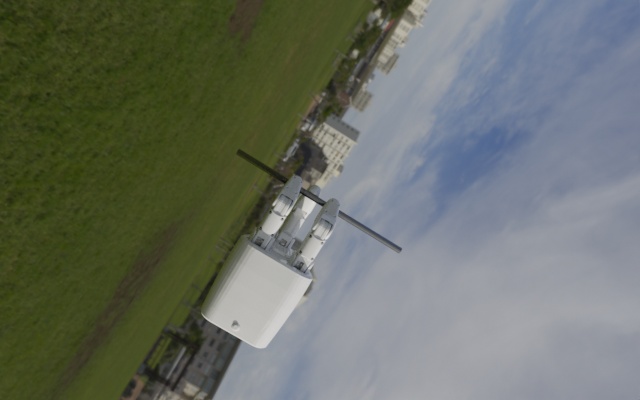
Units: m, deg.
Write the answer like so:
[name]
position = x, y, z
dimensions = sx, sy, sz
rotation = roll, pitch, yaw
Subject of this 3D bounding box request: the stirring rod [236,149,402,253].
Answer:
[stirring rod]
position = 0.000, 0.002, 0.600
dimensions = 0.239, 0.011, 0.011
rotation = 31, -3, -6
